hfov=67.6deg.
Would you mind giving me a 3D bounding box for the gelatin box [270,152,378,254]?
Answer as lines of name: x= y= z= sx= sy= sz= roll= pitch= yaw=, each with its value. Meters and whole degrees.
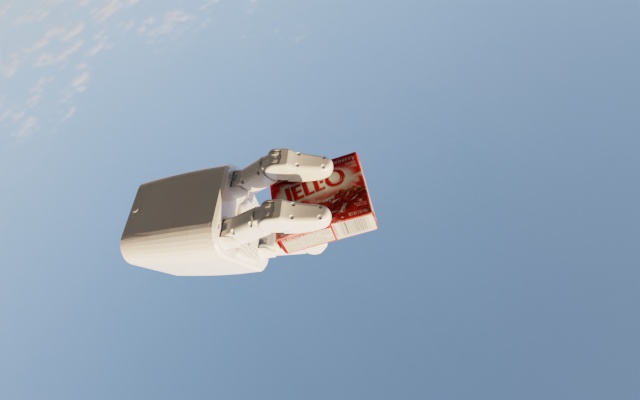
gelatin box: x=0.001 y=0.002 z=0.436 sx=0.089 sy=0.073 sz=0.030 roll=-16 pitch=-38 yaw=7
